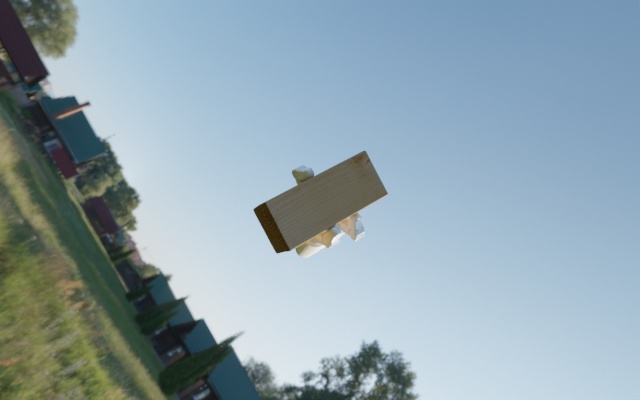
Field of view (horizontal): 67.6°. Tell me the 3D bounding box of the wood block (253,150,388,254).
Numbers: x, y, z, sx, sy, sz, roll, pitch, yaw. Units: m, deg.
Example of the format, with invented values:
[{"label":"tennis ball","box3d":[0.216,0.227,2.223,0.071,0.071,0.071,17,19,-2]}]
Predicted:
[{"label":"wood block","box3d":[0.000,0.002,0.835,0.206,0.091,0.090,-29,2,-22]}]
